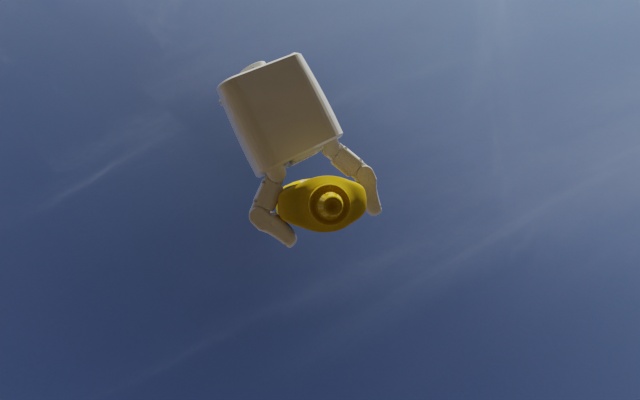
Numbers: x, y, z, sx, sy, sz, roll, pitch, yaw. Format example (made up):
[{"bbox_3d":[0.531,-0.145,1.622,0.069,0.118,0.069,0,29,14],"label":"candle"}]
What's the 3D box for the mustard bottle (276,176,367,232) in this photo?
[{"bbox_3d":[0.000,0.002,0.533,0.096,0.058,0.191,-3,1,-7],"label":"mustard bottle"}]
